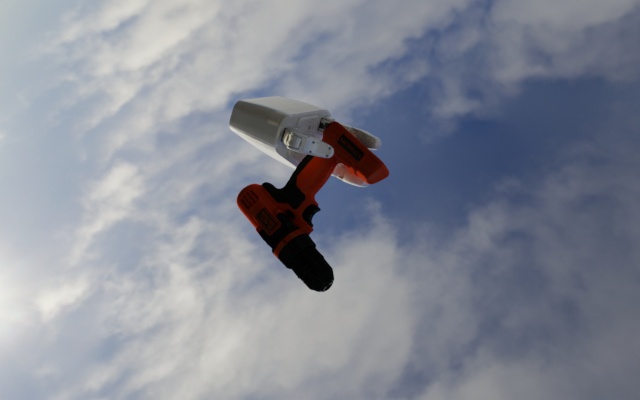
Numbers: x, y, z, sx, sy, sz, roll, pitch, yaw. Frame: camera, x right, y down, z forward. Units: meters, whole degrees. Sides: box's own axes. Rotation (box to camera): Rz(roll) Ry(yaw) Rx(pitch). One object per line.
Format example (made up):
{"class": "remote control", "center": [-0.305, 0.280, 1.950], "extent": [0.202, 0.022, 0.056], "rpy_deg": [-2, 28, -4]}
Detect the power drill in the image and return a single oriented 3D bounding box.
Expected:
{"class": "power drill", "center": [0.000, 0.002, 0.638], "extent": [0.184, 0.187, 0.057], "rpy_deg": [46, 1, 20]}
